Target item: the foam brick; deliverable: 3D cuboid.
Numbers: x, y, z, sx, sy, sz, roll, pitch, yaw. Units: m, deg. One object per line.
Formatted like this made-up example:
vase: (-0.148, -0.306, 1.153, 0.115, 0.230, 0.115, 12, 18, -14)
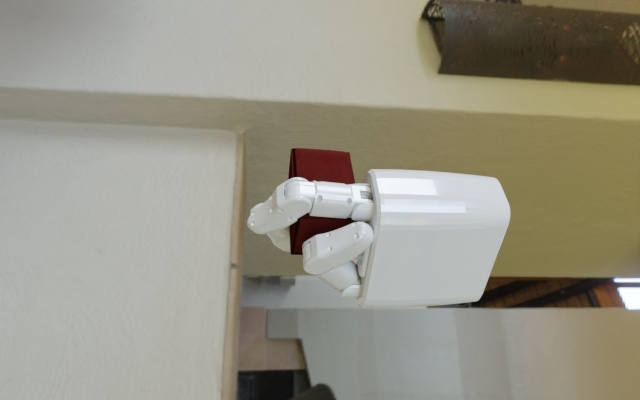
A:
foam brick: (0.000, 0.001, 0.405, 0.051, 0.078, 0.053, 1, -40, -8)
